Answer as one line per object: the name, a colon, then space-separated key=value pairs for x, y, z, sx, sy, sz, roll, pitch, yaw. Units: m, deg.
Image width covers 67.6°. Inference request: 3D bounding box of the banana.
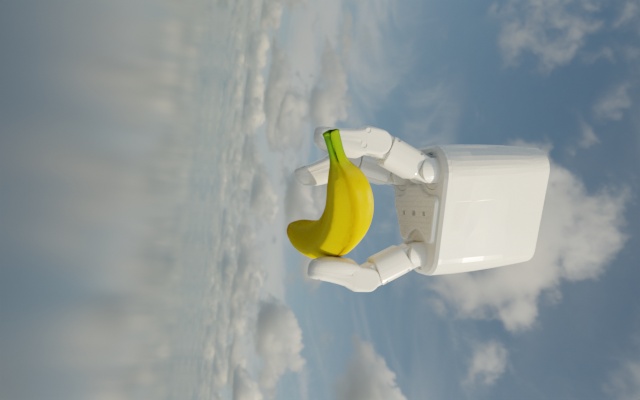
banana: x=0.007 y=0.017 z=0.409 sx=0.037 sy=0.069 sz=0.198 roll=-12 pitch=-21 yaw=-19
